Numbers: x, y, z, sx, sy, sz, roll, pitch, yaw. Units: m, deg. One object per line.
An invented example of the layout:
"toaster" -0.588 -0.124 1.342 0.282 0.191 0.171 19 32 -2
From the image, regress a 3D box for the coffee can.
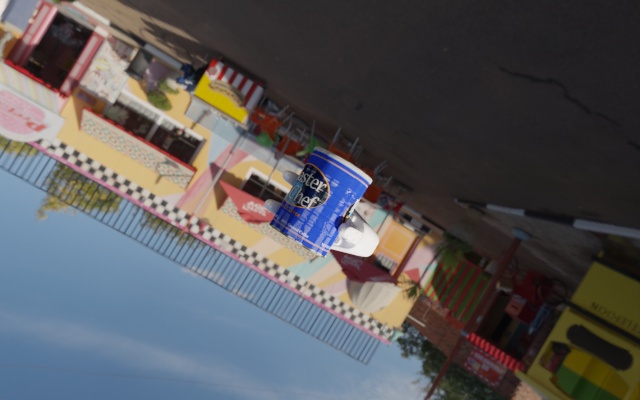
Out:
"coffee can" 0.000 0.002 0.737 0.103 0.140 0.103 31 -1 1
